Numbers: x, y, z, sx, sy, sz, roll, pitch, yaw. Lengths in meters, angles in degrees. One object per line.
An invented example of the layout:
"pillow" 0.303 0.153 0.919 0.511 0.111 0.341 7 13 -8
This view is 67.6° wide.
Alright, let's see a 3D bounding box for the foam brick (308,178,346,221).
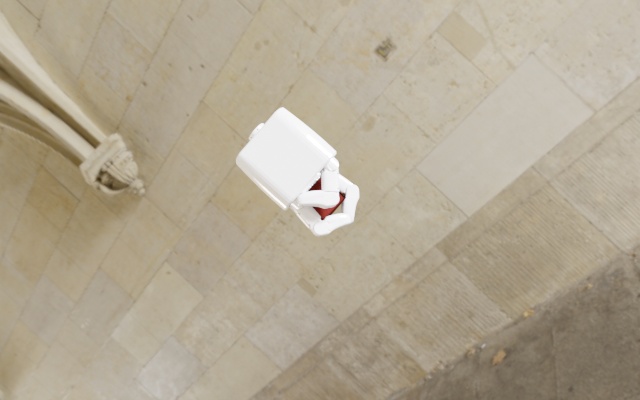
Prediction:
"foam brick" 0.000 0.003 0.762 0.051 0.053 0.078 41 -12 0
